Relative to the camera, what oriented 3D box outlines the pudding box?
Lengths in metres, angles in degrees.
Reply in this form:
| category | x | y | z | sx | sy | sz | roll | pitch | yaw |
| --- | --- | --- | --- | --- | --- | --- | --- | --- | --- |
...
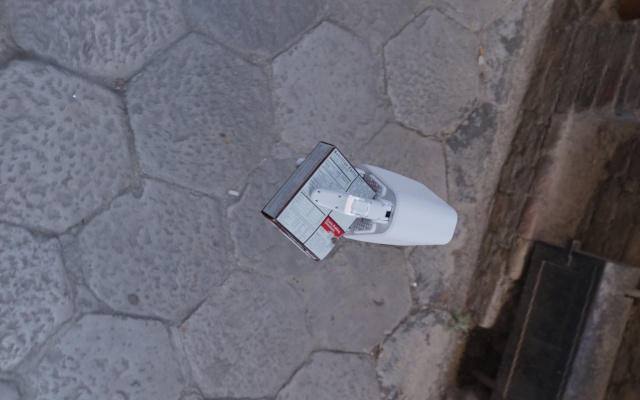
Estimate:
| category | x | y | z | sx | sy | sz | roll | pitch | yaw |
| --- | --- | --- | --- | --- | --- | --- | --- | --- | --- |
| pudding box | 0.000 | 0.002 | 0.558 | 0.090 | 0.113 | 0.039 | 46 | -13 | -31 |
